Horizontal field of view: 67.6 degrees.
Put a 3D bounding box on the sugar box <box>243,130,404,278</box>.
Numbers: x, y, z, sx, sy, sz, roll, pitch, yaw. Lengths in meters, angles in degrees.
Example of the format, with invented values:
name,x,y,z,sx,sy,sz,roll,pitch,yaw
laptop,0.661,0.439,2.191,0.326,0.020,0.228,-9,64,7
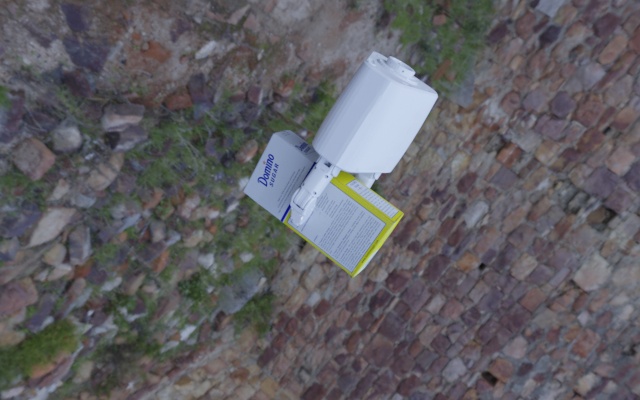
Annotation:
name,x,y,z,sx,sy,sz,roll,pitch,yaw
sugar box,0.000,0.002,0.574,0.176,0.093,0.048,39,27,13
